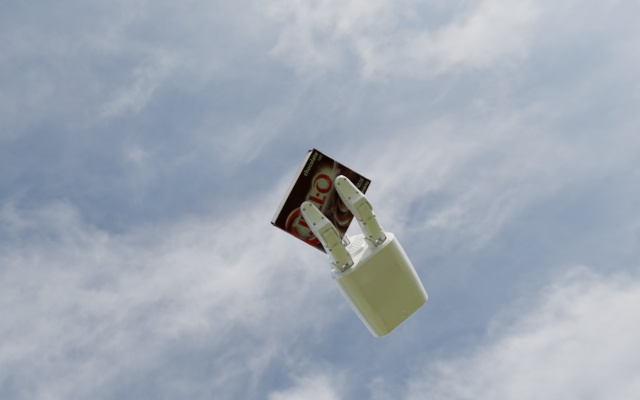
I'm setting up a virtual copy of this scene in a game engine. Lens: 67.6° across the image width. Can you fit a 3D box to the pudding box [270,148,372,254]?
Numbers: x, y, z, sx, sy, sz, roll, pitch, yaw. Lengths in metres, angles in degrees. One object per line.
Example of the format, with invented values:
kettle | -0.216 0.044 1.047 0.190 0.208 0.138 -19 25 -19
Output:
pudding box | 0.000 0.002 0.622 0.090 0.113 0.039 28 -7 -15
